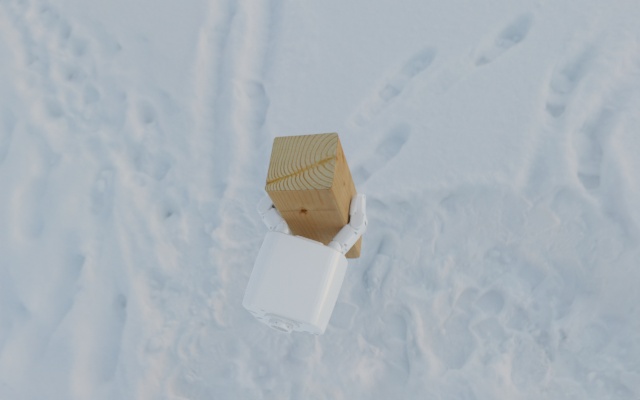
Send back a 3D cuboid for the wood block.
[{"bbox_3d":[0.000,0.003,0.698,0.091,0.090,0.206,-2,-31,15],"label":"wood block"}]
